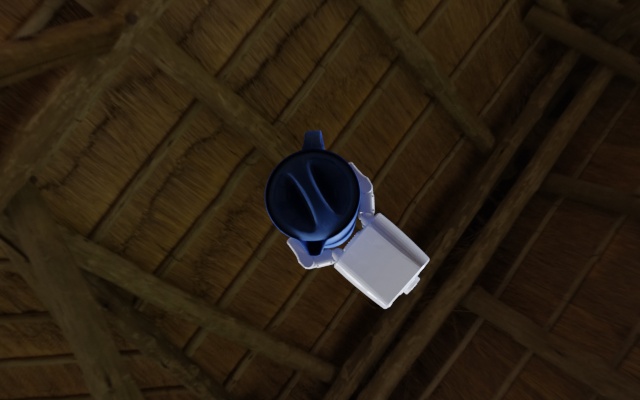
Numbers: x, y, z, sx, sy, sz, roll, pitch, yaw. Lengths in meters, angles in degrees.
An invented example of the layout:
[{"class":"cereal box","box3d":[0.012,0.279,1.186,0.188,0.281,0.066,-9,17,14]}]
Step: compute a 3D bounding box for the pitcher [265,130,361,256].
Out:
[{"class":"pitcher","box3d":[0.000,0.003,0.772,0.145,0.149,0.243,41,-4,11]}]
